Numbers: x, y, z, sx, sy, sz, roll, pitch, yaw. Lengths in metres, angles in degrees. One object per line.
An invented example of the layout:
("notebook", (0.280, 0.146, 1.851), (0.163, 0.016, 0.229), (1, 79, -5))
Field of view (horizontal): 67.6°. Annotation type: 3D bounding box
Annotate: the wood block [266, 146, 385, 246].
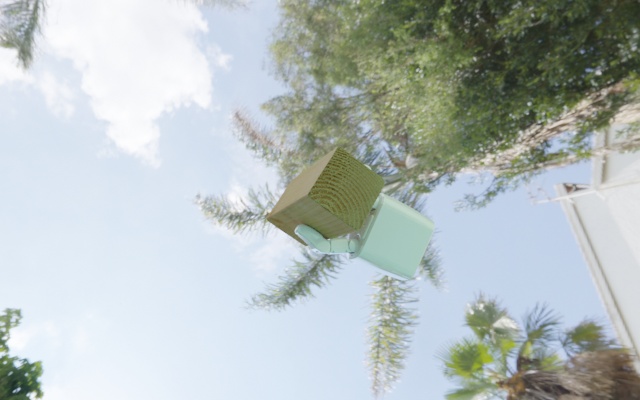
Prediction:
("wood block", (0.000, 0.003, 0.748), (0.090, 0.090, 0.206), (36, -22, -12))
